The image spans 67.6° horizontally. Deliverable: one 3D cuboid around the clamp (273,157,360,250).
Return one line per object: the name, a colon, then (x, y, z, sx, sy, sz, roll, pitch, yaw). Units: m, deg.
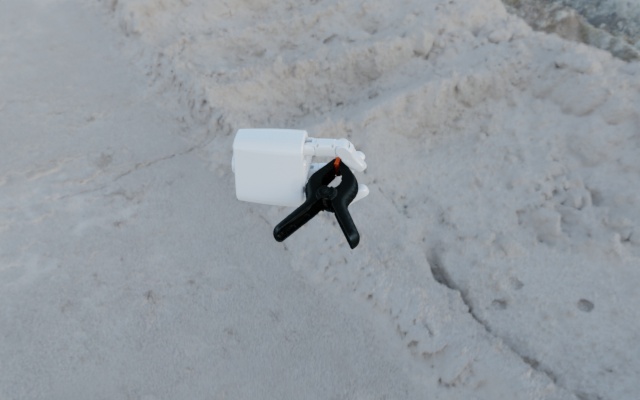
clamp: (0.000, 0.002, 0.690, 0.120, 0.039, 0.171, 2, 43, 6)
